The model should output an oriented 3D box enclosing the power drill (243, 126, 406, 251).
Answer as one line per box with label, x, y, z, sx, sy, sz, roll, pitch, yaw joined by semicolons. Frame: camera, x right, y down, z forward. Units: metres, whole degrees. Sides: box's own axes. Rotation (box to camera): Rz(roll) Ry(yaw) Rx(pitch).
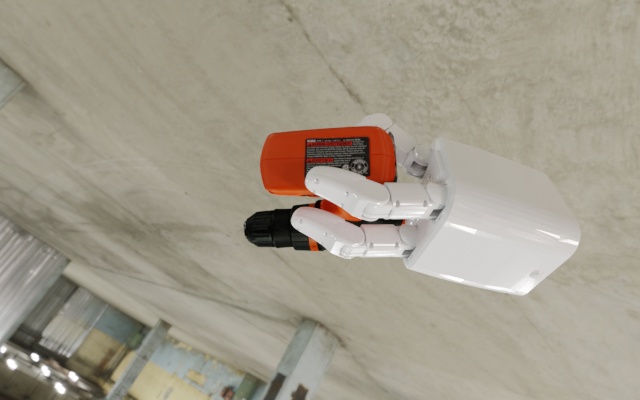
power drill;0.000;0.001;0.451;0.184;0.057;0.188;-4;-21;6
